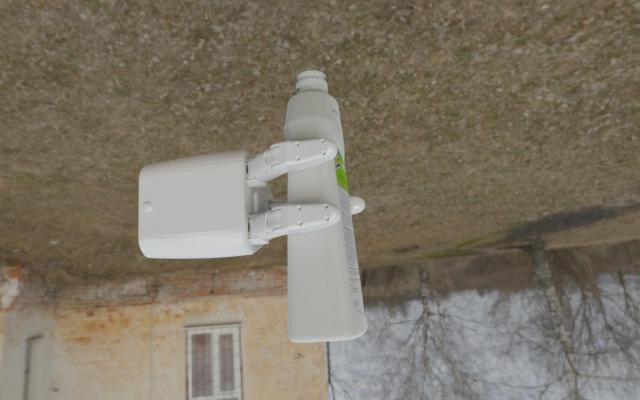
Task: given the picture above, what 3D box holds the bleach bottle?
[{"bbox_3d":[0.000,0.002,0.457,0.068,0.250,0.102,-5,-12,9],"label":"bleach bottle"}]
